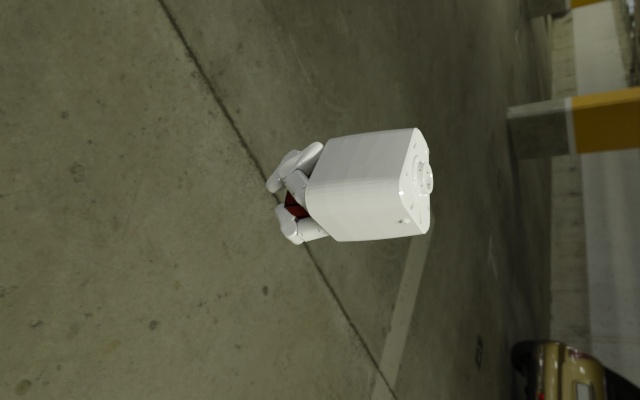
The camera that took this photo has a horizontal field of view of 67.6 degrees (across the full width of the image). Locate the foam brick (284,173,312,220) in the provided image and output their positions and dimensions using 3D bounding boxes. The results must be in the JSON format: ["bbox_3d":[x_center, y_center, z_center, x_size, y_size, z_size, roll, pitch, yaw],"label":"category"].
[{"bbox_3d":[0.000,0.002,0.582,0.051,0.053,0.078,-6,-32,29],"label":"foam brick"}]
